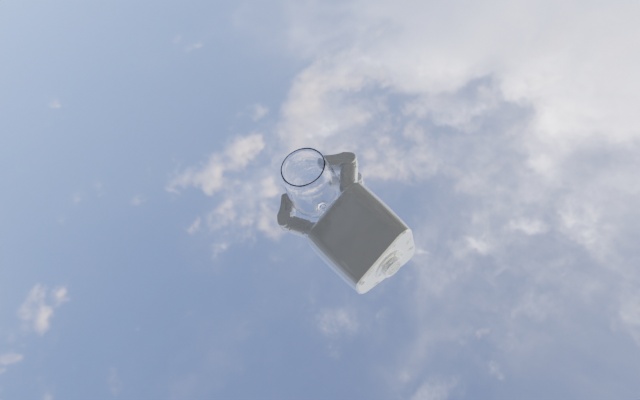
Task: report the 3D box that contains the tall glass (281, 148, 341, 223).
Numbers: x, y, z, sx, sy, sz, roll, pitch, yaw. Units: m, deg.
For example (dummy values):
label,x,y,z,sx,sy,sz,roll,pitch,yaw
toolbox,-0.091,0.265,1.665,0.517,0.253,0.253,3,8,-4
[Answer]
label,x,y,z,sx,sy,sz,roll,pitch,yaw
tall glass,0.000,0.003,0.717,0.079,0.079,0.201,0,-29,16
